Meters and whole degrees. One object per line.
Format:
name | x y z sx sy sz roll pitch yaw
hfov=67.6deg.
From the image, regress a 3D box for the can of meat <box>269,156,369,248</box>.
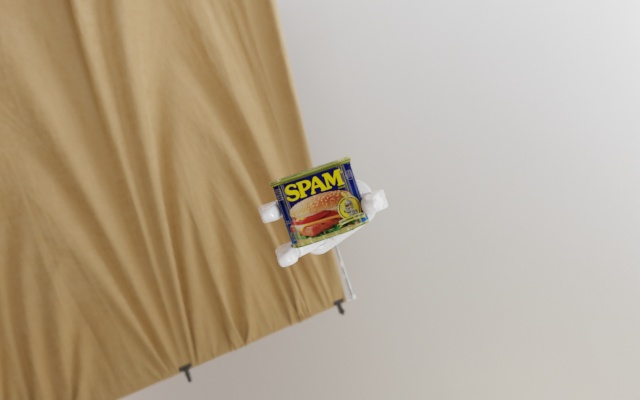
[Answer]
can of meat | 0.000 0.002 0.573 0.102 0.084 0.057 -18 3 1
